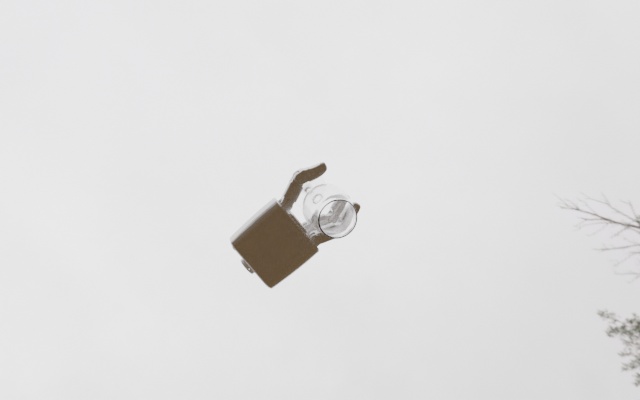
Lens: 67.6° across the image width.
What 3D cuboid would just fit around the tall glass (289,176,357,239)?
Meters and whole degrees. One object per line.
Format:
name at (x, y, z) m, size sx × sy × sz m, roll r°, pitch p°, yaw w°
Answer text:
tall glass at (0.000, 0.002, 0.802) m, size 0.079 × 0.079 × 0.201 m, roll 0°, pitch 15°, yaw -16°
